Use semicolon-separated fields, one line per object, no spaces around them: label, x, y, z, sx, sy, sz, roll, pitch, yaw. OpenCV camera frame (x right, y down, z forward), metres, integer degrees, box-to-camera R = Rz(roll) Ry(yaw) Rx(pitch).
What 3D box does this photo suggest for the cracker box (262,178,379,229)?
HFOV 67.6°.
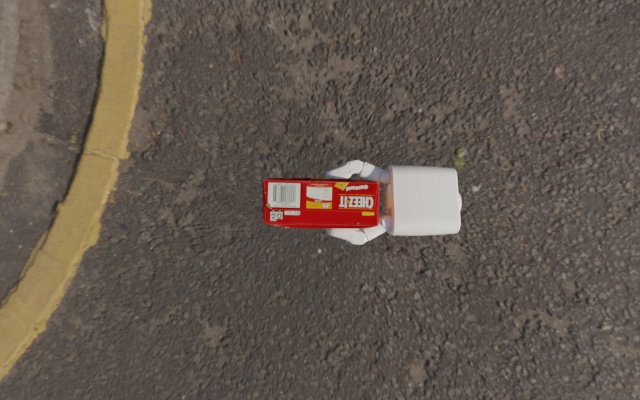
cracker box;0.000;0.002;0.763;0.164;0.072;0.213;1;1;0
